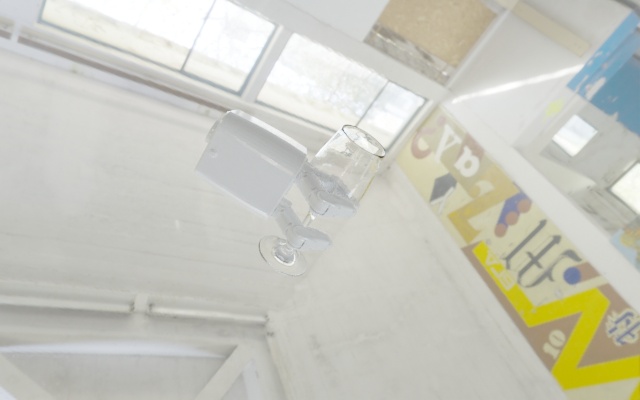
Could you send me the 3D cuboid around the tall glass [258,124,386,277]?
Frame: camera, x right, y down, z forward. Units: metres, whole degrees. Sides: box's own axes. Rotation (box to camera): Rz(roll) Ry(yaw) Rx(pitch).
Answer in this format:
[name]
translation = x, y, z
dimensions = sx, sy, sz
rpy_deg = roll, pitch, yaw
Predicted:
[tall glass]
translation = 0.000, 0.003, 0.603
dimensions = 0.079, 0.201, 0.079
rpy_deg = 28, 27, -16
